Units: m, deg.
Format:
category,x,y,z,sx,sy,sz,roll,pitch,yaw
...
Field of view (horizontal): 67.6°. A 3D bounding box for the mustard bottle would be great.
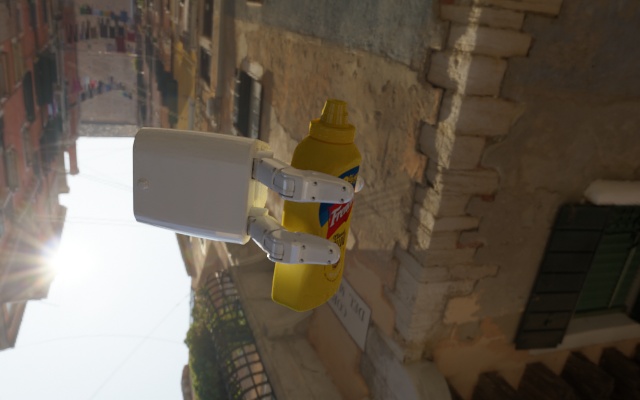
category,x,y,z,sx,sy,sz,roll,pitch,yaw
mustard bottle,0.000,0.002,0.449,0.058,0.192,0.096,18,23,24
